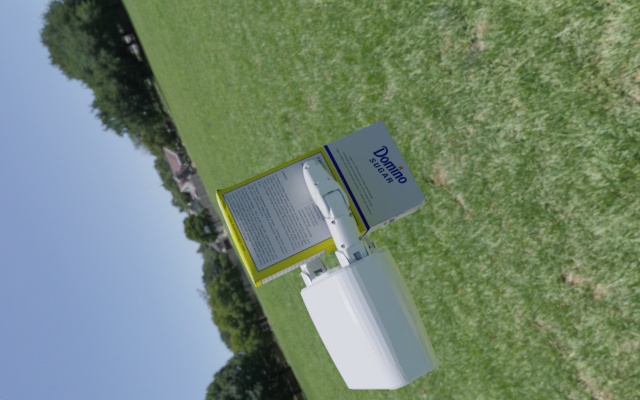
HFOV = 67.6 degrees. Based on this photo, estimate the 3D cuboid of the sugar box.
[{"bbox_3d":[0.000,0.002,0.454,0.176,0.093,0.048,-23,-12,-13],"label":"sugar box"}]
